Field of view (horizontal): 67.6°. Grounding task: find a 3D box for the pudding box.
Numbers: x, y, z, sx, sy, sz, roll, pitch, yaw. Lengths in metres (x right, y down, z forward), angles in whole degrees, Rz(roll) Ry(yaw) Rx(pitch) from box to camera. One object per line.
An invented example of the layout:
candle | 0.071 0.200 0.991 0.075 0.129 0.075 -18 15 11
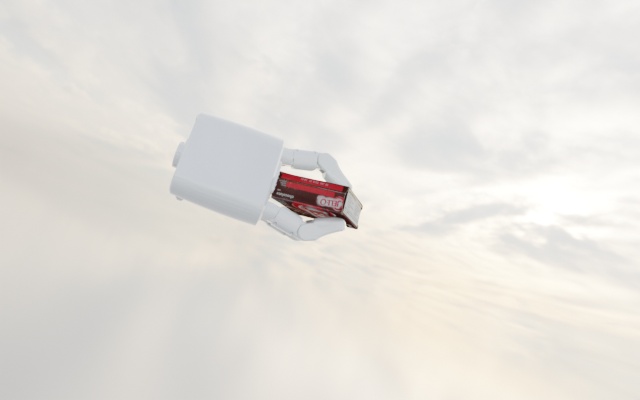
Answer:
pudding box | 0.000 0.002 0.599 0.090 0.039 0.113 14 -7 17
